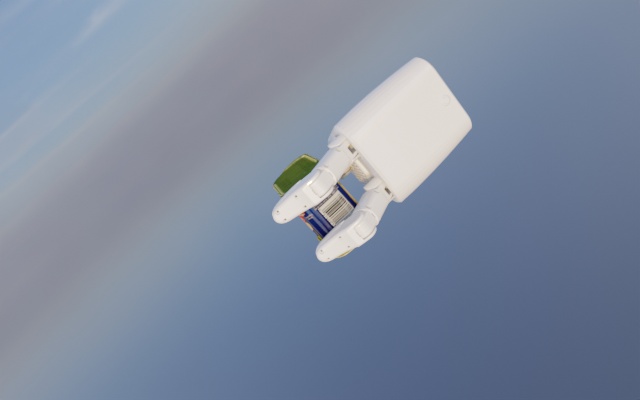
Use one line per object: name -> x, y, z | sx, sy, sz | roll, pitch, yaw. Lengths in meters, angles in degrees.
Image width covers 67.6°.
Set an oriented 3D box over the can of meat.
can of meat -> 0.000, 0.001, 0.491 | 0.057, 0.084, 0.102 | -43, 17, -3
